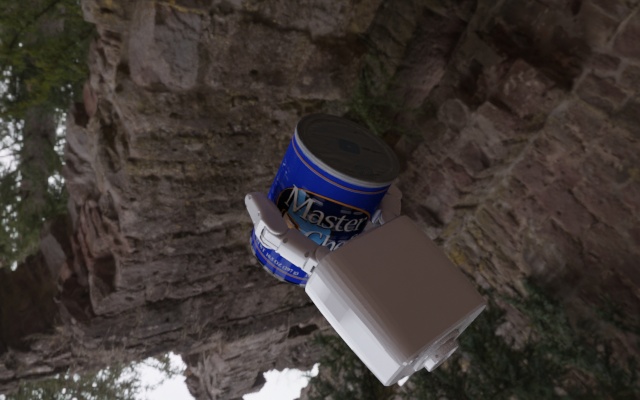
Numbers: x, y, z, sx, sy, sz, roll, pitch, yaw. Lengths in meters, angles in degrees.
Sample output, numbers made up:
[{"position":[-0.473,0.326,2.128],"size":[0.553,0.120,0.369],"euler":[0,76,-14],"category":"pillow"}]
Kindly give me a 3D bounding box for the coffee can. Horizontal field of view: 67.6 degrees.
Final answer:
[{"position":[0.000,0.001,0.469],"size":[0.103,0.140,0.102],"euler":[18,35,-13],"category":"coffee can"}]
